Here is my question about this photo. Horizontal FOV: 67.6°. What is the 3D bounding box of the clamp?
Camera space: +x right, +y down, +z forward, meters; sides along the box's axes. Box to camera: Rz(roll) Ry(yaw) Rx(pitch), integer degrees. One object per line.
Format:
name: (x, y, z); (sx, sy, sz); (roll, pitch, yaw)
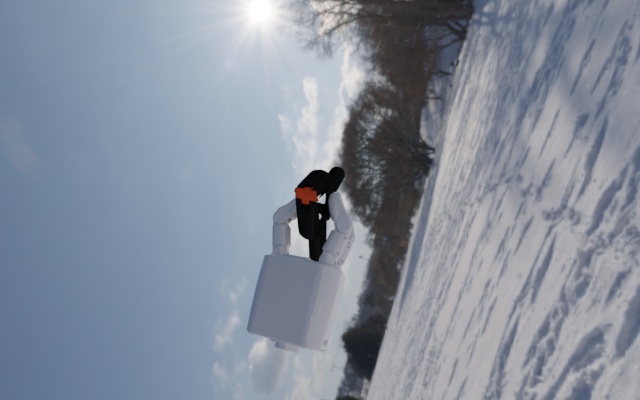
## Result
clamp: (-0.001, 0.002, 0.670); (0.036, 0.164, 0.210); (10, -15, 11)
